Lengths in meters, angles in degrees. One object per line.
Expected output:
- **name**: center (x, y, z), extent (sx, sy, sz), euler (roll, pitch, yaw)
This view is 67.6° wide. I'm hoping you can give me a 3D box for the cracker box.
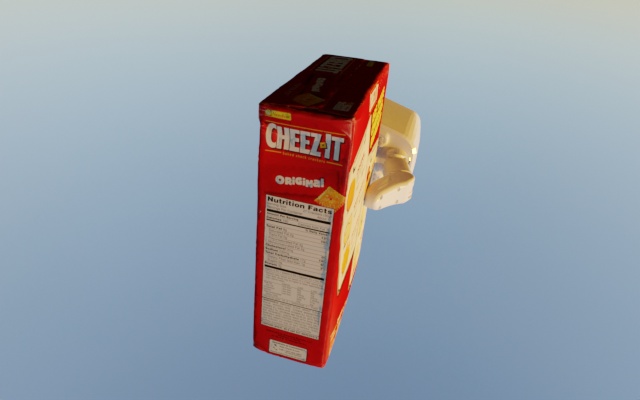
- **cracker box**: center (0.000, 0.002, 0.406), extent (0.072, 0.214, 0.164), euler (11, 29, 10)
